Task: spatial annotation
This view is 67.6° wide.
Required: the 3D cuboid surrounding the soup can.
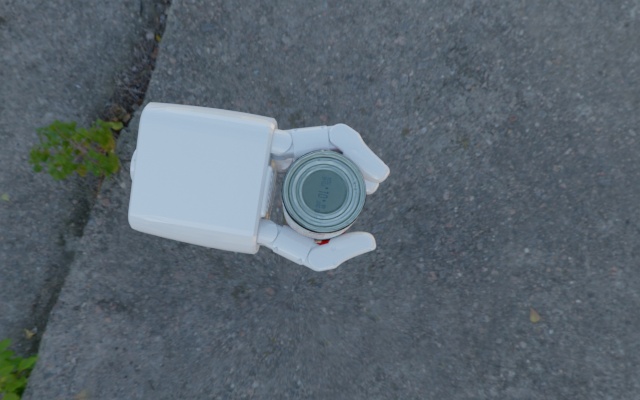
[{"bbox_3d":[0.001,0.001,0.414,0.068,0.068,0.102,0,-11,-3],"label":"soup can"}]
